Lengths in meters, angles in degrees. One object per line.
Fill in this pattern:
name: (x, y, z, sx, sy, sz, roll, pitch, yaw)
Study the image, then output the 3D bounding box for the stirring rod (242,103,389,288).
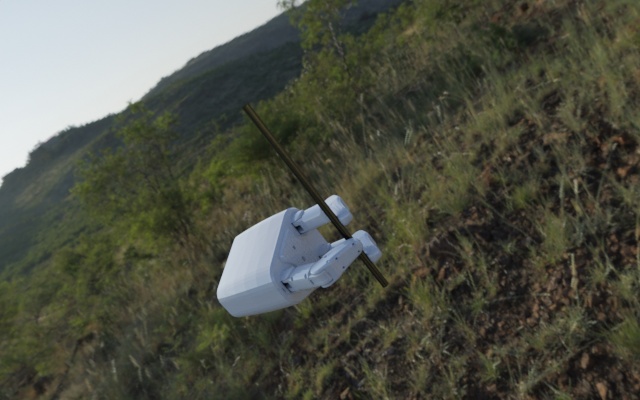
stirring rod: (0.000, 0.002, 0.483, 0.011, 0.239, 0.011, -34, 18, 13)
